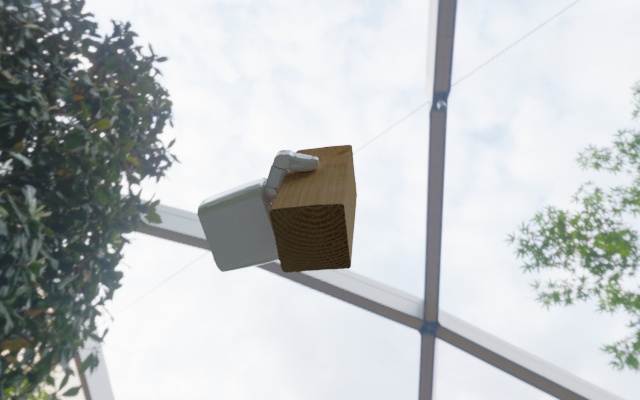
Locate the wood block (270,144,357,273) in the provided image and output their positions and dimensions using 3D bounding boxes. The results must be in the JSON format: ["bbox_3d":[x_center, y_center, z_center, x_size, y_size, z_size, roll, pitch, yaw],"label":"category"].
[{"bbox_3d":[0.000,0.002,0.658,0.090,0.091,0.206,-5,26,9],"label":"wood block"}]
